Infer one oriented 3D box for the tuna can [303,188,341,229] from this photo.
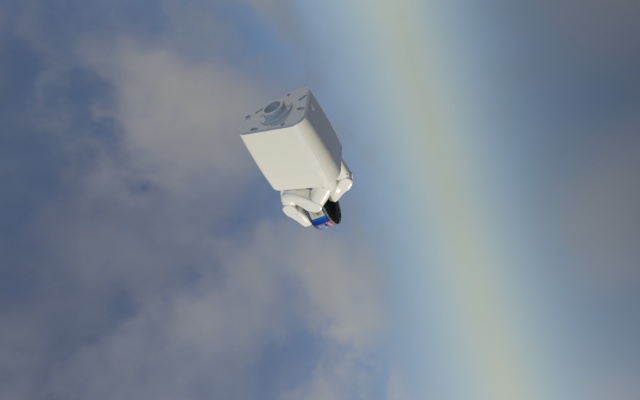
[{"bbox_3d":[0.000,0.003,0.767,0.034,0.086,0.086,-21,-7,18],"label":"tuna can"}]
